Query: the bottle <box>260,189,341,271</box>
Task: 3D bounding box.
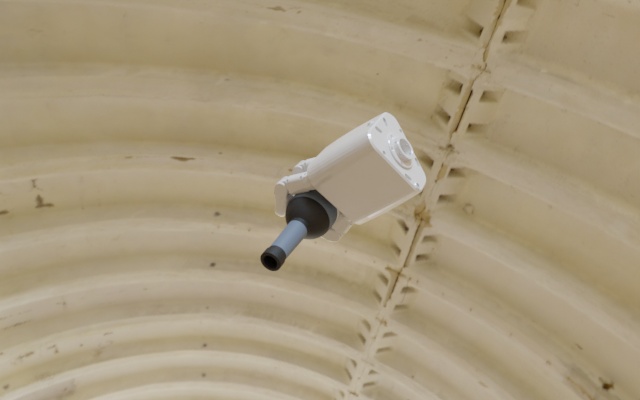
[{"bbox_3d":[0.000,0.002,0.676,0.069,0.069,0.295,0,29,27],"label":"bottle"}]
